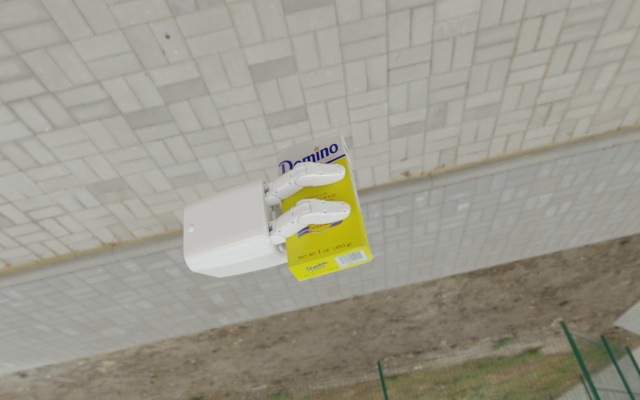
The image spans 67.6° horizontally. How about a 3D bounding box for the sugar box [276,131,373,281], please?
[{"bbox_3d":[0.000,0.002,0.585,0.093,0.176,0.048,-17,-34,9],"label":"sugar box"}]
